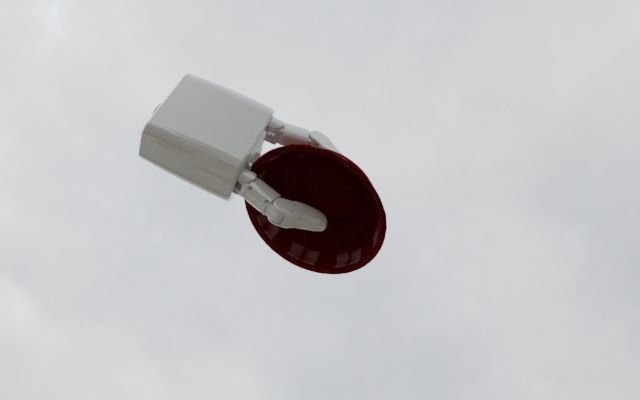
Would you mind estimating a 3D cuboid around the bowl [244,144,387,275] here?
[{"bbox_3d":[0.001,0.002,0.523,0.162,0.162,0.055,0,31,25],"label":"bowl"}]
